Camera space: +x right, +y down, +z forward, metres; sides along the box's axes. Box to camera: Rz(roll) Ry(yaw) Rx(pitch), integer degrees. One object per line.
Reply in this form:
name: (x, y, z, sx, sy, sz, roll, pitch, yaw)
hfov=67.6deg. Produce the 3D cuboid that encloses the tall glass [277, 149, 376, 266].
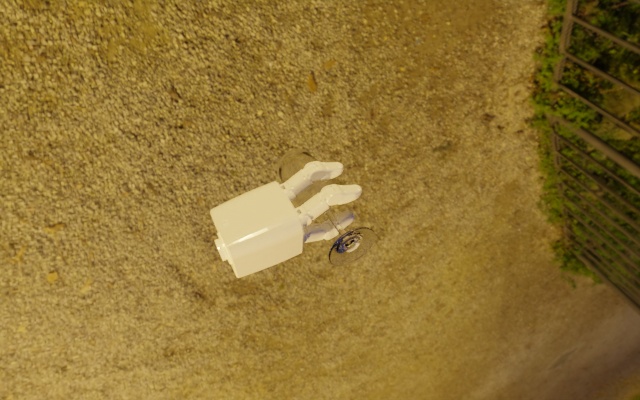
tall glass: (0.001, 0.003, 0.725, 0.079, 0.079, 0.201, 0, 39, -35)
